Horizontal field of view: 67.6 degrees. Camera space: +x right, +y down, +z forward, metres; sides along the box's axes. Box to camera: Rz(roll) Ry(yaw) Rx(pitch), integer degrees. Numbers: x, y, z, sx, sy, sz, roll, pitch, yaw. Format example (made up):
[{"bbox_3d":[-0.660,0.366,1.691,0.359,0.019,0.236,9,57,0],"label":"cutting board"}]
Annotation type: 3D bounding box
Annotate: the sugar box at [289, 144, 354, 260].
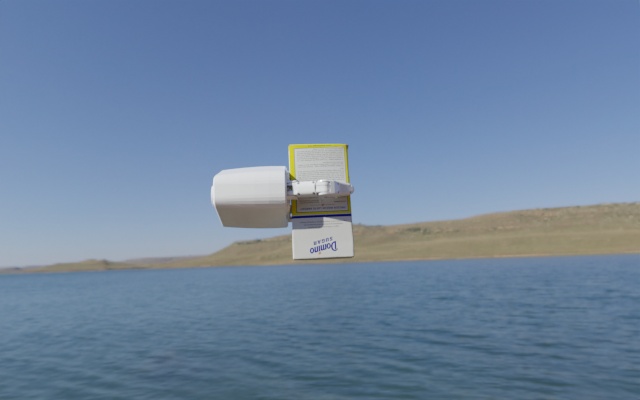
[{"bbox_3d":[0.000,0.002,0.735,0.093,0.176,0.048,-2,-7,-3],"label":"sugar box"}]
